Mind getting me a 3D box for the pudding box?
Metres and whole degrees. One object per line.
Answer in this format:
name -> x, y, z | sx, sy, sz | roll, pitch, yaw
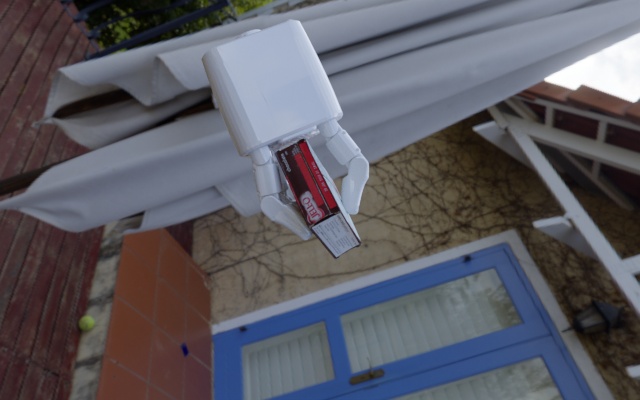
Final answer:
pudding box -> 0.000, 0.001, 0.492 | 0.039, 0.090, 0.113 | -27, -26, 6
